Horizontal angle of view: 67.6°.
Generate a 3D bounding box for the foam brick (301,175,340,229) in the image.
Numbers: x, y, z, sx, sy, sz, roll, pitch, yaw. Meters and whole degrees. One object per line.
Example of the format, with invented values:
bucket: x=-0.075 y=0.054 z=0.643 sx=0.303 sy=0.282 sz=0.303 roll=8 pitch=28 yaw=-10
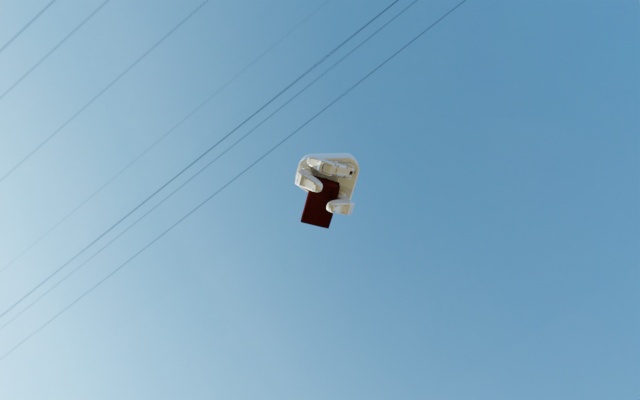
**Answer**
foam brick: x=0.000 y=0.003 z=0.850 sx=0.053 sy=0.078 sz=0.051 roll=15 pitch=13 yaw=-3
